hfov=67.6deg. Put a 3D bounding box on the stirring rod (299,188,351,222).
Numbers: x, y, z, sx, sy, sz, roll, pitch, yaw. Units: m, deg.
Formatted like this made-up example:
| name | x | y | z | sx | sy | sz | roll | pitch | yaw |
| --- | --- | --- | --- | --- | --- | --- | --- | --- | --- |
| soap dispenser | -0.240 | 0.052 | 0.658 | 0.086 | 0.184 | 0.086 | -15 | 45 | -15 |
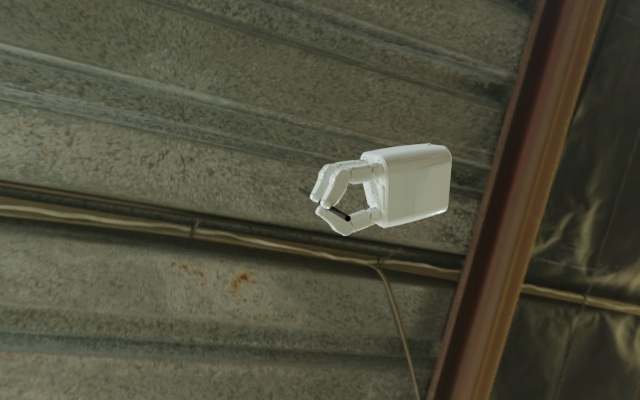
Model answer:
| name | x | y | z | sx | sy | sz | roll | pitch | yaw |
| --- | --- | --- | --- | --- | --- | --- | --- | --- | --- |
| stirring rod | 0.000 | 0.002 | 0.705 | 0.011 | 0.011 | 0.239 | 0 | 10 | -17 |
